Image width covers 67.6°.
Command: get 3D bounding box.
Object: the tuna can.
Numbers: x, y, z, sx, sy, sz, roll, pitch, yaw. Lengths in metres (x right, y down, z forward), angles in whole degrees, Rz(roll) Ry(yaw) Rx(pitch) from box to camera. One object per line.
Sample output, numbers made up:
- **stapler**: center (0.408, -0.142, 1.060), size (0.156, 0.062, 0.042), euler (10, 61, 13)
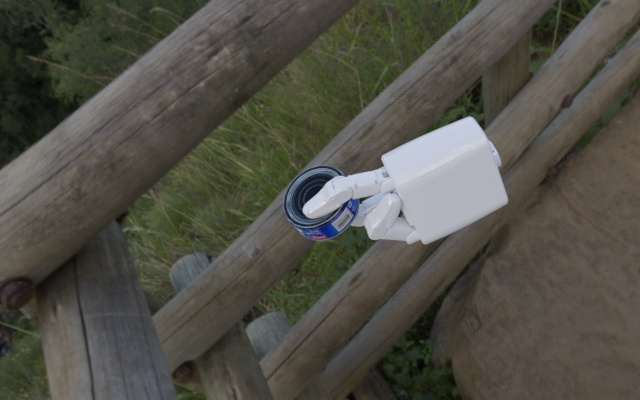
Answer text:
- **tuna can**: center (0.000, 0.002, 0.559), size (0.086, 0.086, 0.034), euler (0, -28, 29)
